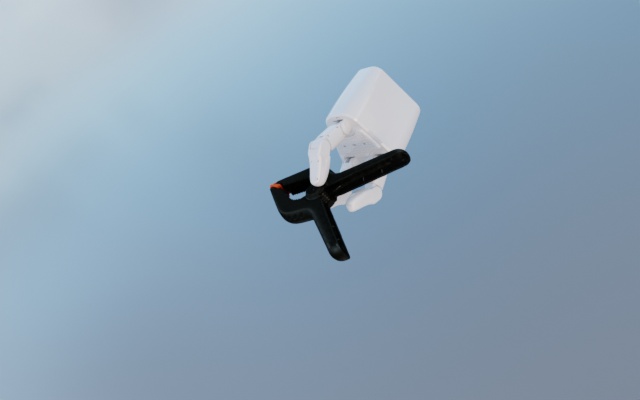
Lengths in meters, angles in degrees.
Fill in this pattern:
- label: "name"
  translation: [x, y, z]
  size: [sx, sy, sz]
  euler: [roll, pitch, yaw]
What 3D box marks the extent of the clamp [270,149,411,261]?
- label: "clamp"
  translation: [-0.001, 0.001, 0.623]
  size: [0.210, 0.164, 0.036]
  euler: [0, -41, 44]
